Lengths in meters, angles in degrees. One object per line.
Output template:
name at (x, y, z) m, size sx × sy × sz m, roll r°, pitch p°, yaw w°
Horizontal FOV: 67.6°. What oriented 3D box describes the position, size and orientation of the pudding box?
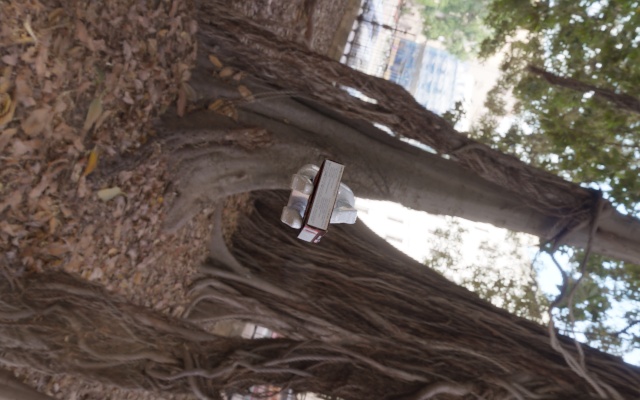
pudding box at (0.000, 0.002, 0.740) m, size 0.039 × 0.113 × 0.090 m, roll 16°, pitch -18°, yaw -5°
